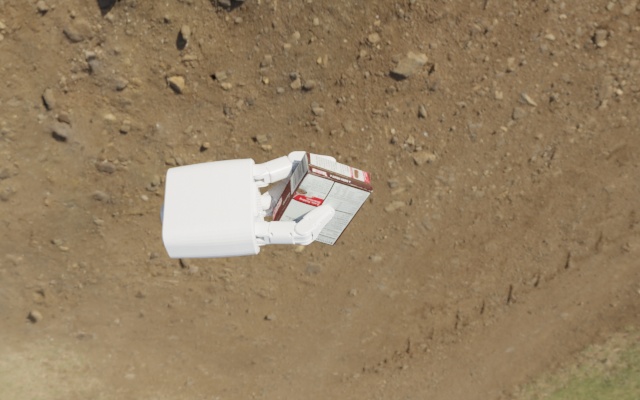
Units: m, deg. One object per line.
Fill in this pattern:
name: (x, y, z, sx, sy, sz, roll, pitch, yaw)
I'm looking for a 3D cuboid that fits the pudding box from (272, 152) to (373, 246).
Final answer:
pudding box: (0.000, 0.002, 0.602, 0.090, 0.039, 0.113, 16, -47, -20)
